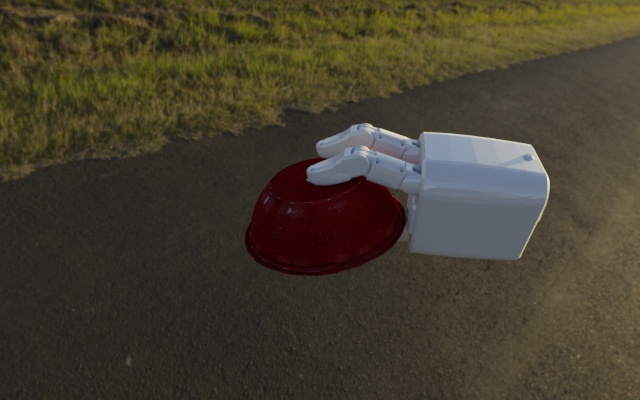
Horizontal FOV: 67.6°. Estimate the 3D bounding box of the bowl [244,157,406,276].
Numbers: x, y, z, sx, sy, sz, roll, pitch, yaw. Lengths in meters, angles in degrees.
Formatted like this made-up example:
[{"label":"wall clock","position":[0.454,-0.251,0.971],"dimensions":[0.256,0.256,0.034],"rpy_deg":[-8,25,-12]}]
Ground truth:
[{"label":"bowl","position":[-0.001,0.001,0.463],"dimensions":[0.162,0.055,0.162],"rpy_deg":[-8,30,5]}]
